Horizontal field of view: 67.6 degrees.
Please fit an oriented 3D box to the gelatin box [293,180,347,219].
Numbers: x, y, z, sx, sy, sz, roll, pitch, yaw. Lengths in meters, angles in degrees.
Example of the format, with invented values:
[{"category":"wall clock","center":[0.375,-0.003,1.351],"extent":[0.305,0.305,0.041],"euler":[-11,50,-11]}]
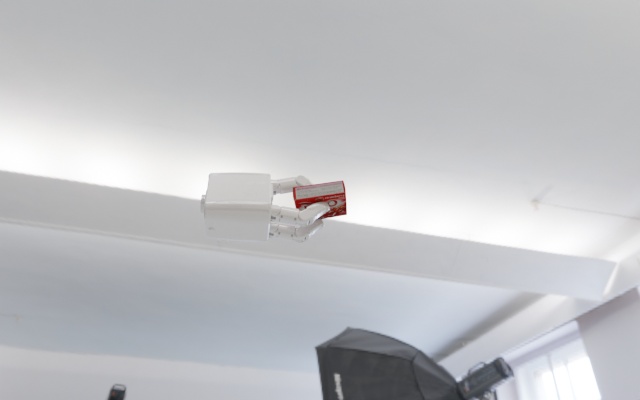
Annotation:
[{"category":"gelatin box","center":[0.000,0.002,0.824],"extent":[0.089,0.030,0.073],"euler":[-9,-33,0]}]
